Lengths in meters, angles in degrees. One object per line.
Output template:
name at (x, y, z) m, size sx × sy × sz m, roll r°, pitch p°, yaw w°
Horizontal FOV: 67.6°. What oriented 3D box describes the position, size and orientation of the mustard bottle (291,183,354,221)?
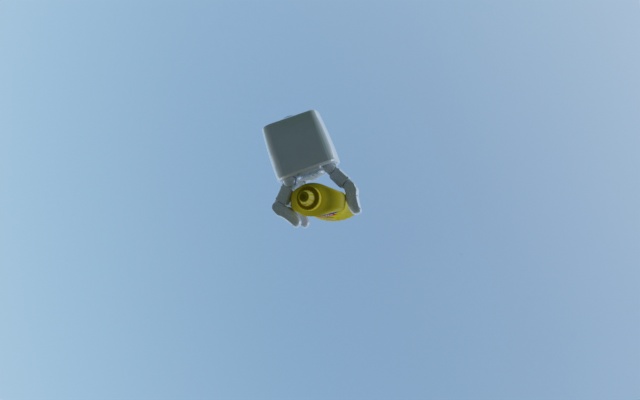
mustard bottle at (0.000, 0.003, 0.850) m, size 0.096 × 0.058 × 0.191 m, roll 2°, pitch -5°, yaw 17°
